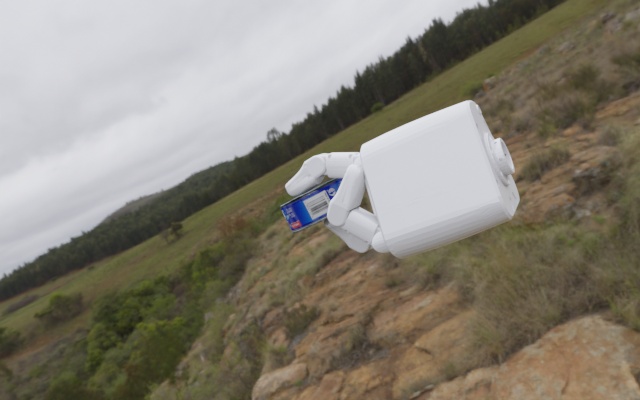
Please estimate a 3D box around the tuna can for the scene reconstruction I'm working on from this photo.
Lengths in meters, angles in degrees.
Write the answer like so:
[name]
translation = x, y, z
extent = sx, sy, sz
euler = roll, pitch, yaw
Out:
[tuna can]
translation = 0.000, 0.001, 0.522
extent = 0.086, 0.034, 0.086
euler = -27, 2, 1
